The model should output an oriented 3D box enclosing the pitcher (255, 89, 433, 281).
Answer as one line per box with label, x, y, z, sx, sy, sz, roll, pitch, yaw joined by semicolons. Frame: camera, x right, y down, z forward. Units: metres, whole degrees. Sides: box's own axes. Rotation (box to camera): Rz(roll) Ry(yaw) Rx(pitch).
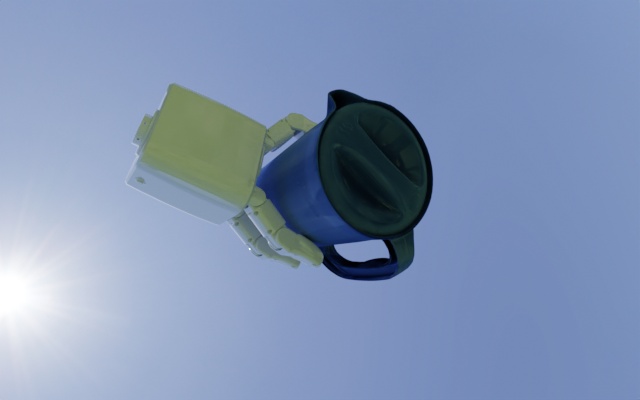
pitcher;0.000;0.002;0.531;0.145;0.149;0.243;26;-23;-23
